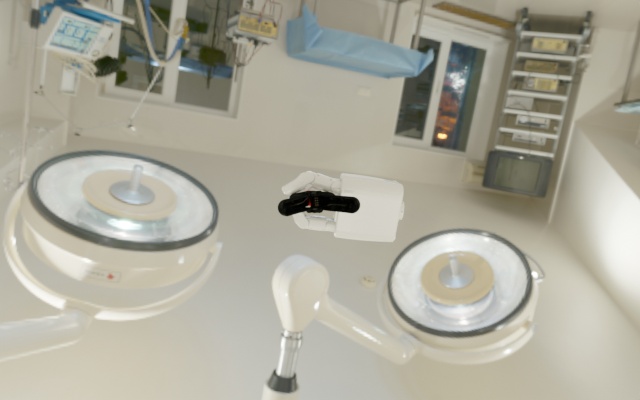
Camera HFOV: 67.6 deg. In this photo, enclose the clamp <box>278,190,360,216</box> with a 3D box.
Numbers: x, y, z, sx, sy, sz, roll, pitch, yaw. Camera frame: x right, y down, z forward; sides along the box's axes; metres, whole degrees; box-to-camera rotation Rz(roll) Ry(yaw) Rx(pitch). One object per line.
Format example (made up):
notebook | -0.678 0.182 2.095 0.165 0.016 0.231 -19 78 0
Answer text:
clamp | 0.000 0.003 0.764 0.120 0.039 0.171 4 8 1
